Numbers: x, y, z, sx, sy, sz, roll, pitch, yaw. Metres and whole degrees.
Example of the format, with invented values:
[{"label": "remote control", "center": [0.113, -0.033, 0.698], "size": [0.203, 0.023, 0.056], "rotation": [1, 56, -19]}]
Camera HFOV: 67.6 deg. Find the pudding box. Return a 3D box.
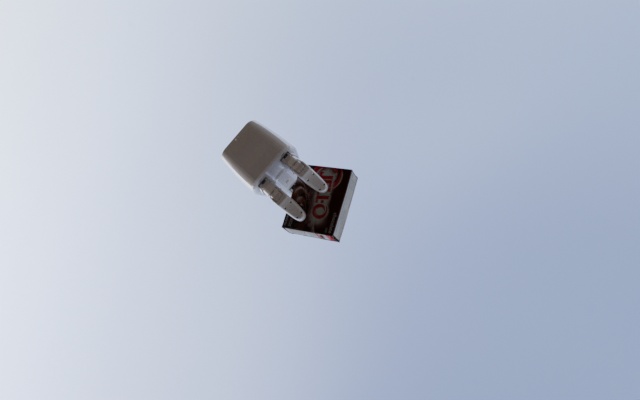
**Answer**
[{"label": "pudding box", "center": [0.000, 0.002, 0.746], "size": [0.090, 0.113, 0.039], "rotation": [8, -16, 28]}]
